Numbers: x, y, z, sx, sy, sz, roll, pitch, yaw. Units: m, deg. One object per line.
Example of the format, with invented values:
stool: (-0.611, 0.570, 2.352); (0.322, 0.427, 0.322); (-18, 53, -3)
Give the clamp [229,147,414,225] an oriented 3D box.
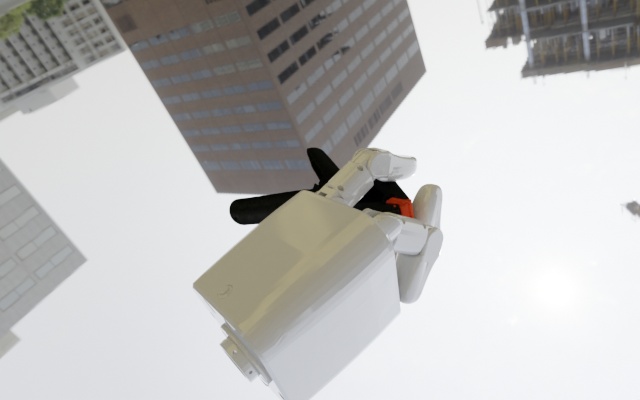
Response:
clamp: (0.000, 0.002, 0.415); (0.120, 0.039, 0.171); (-39, 33, -22)
